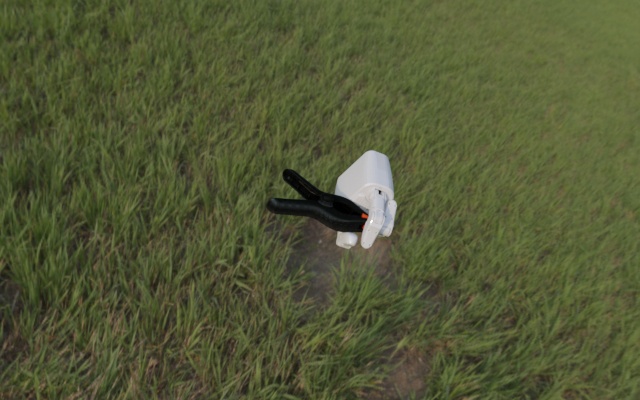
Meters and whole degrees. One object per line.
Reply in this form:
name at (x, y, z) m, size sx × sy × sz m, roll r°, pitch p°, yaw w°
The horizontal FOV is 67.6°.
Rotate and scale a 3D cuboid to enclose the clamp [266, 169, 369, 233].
clamp at (0.000, 0.002, 0.779) m, size 0.171 × 0.039 × 0.120 m, roll 20°, pitch 38°, yaw -11°
